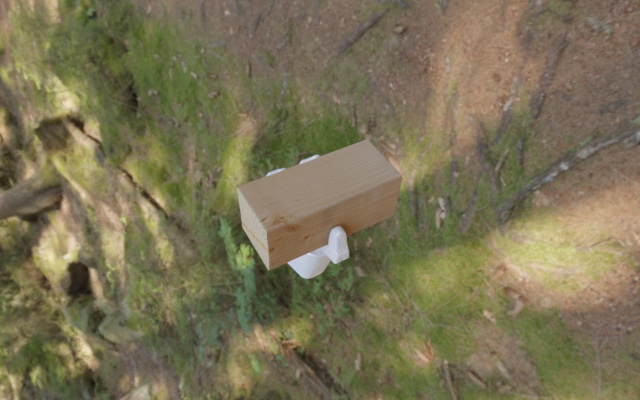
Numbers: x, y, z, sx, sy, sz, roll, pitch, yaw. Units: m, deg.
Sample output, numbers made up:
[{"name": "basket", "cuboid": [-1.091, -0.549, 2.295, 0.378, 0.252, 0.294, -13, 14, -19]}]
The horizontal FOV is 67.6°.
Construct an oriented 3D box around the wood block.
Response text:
[{"name": "wood block", "cuboid": [0.000, 0.003, 0.669, 0.206, 0.090, 0.090, -22, -37, -21]}]
